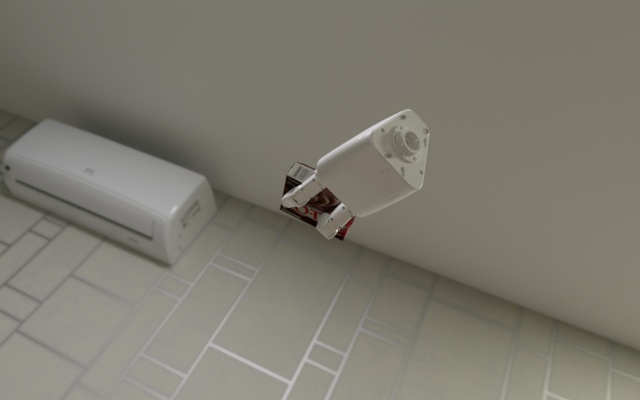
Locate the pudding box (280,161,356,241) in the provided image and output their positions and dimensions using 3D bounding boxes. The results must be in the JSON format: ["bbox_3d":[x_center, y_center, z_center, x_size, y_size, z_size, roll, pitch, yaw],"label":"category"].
[{"bbox_3d":[0.000,0.002,0.706,0.113,0.039,0.090,28,-36,8],"label":"pudding box"}]
